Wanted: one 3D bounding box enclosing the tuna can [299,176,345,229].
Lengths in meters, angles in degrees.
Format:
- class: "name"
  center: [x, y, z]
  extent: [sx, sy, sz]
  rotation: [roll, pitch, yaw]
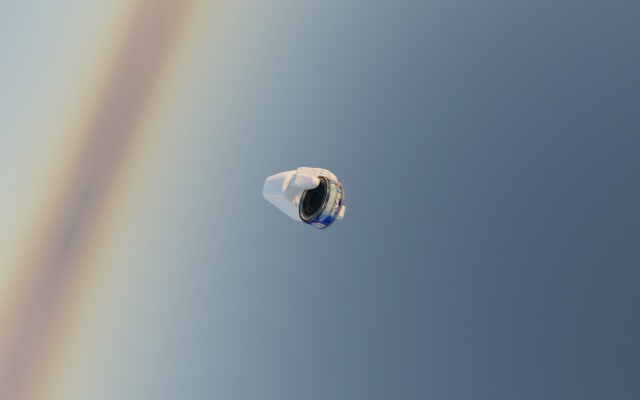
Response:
- class: "tuna can"
  center: [0.000, 0.002, 0.795]
  extent: [0.034, 0.086, 0.086]
  rotation: [23, -12, -30]
